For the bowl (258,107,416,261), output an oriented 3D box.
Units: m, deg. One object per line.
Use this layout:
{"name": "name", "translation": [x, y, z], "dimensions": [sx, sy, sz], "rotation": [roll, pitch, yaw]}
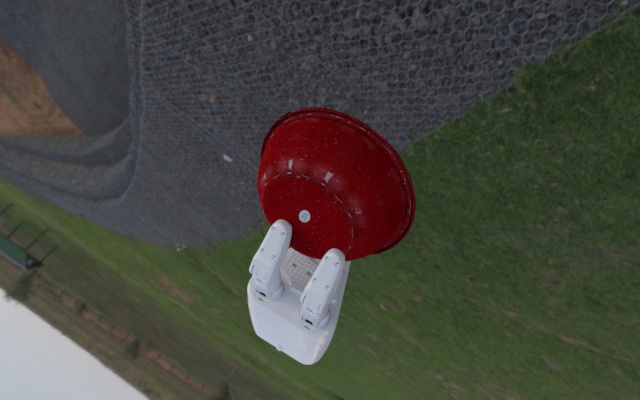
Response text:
{"name": "bowl", "translation": [0.000, 0.001, 0.429], "dimensions": [0.162, 0.162, 0.055], "rotation": [0, 33, 34]}
